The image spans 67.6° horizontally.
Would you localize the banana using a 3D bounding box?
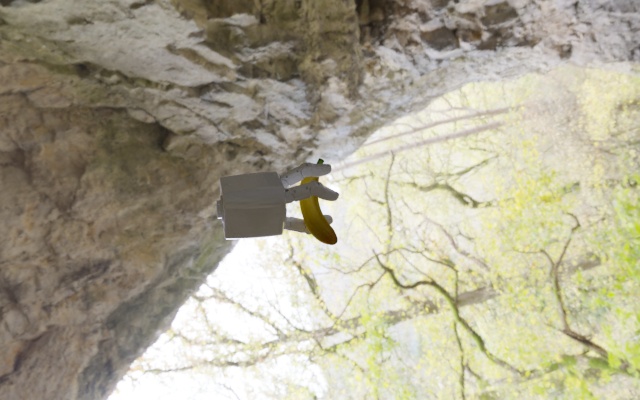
[{"bbox_3d":[-0.010,0.011,0.881,0.037,0.197,0.070,13,-43,-28],"label":"banana"}]
